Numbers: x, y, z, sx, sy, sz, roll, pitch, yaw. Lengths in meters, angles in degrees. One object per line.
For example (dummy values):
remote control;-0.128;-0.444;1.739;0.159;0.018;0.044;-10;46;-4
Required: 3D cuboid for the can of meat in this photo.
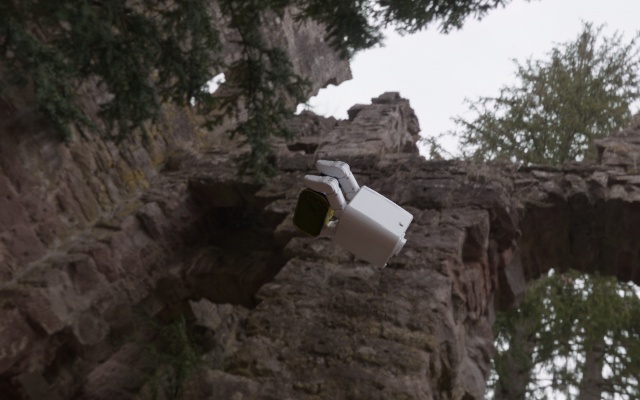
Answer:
can of meat;0.000;0.003;0.868;0.057;0.102;0.084;29;44;12
